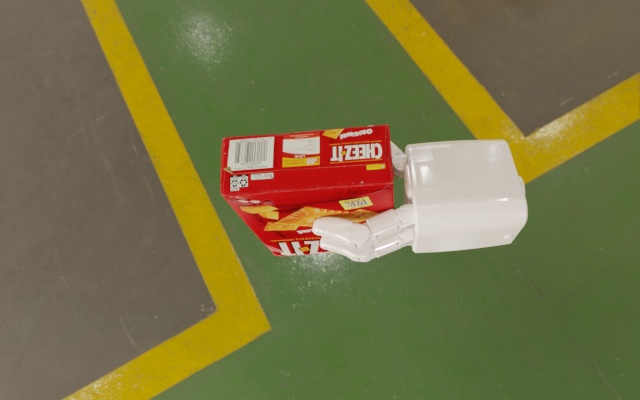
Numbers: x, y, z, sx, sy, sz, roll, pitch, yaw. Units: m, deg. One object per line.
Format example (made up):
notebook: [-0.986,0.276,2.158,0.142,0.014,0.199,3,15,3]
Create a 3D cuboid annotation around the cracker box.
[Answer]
cracker box: [0.000,0.002,0.538,0.164,0.072,0.214,-4,-23,7]
